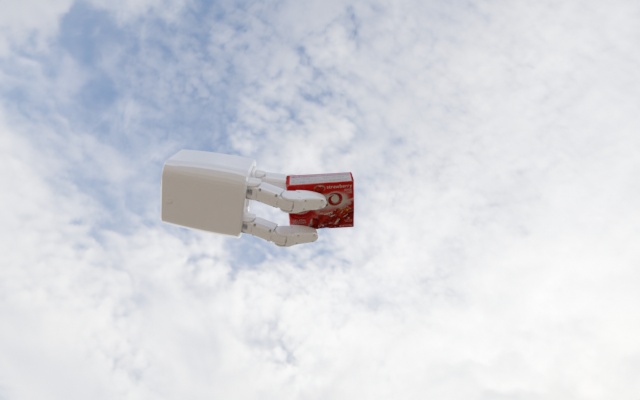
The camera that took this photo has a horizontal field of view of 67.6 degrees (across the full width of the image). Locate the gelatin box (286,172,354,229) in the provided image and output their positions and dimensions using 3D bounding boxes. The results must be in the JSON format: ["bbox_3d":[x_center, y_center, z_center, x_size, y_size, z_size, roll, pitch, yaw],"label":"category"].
[{"bbox_3d":[0.000,0.002,0.638,0.089,0.073,0.030,-4,32,-2],"label":"gelatin box"}]
